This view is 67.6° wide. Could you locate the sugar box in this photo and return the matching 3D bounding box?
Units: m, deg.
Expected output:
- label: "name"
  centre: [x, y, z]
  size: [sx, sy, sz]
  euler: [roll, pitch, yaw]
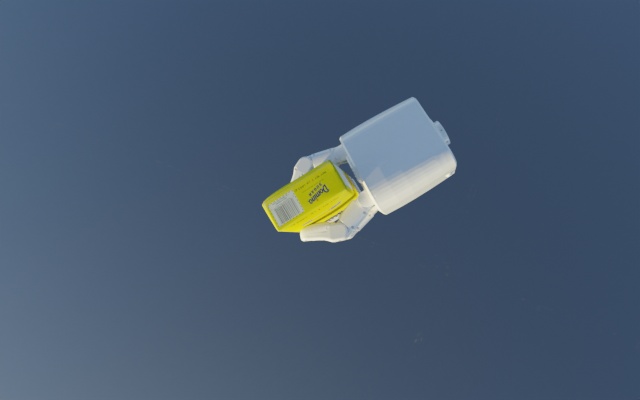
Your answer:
- label: "sugar box"
  centre: [0.000, 0.002, 0.605]
  size: [0.093, 0.048, 0.176]
  euler: [-31, -12, 9]
